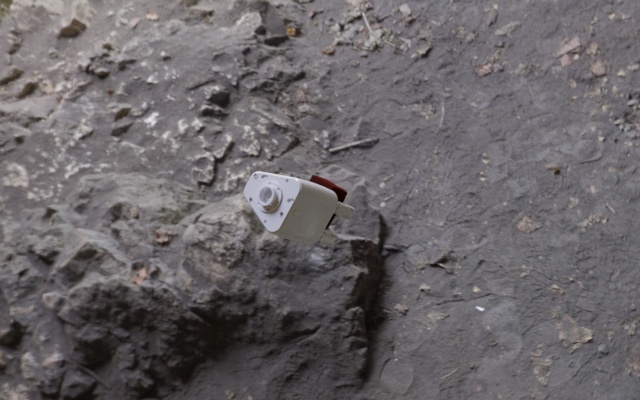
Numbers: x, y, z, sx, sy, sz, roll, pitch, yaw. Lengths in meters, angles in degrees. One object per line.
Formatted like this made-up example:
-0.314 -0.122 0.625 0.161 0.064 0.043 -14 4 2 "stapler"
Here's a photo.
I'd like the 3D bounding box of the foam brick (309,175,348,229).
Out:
0.000 0.002 0.837 0.053 0.078 0.051 32 6 34 "foam brick"
